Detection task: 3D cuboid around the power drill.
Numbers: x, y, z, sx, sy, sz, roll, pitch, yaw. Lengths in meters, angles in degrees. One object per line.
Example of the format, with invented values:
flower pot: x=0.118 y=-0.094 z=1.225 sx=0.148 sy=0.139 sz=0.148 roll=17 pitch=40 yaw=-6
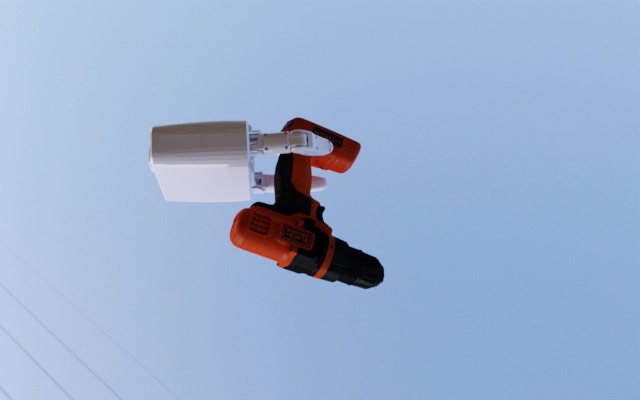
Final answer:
power drill: x=0.000 y=0.001 z=0.570 sx=0.184 sy=0.187 sz=0.057 roll=22 pitch=-36 yaw=-16
